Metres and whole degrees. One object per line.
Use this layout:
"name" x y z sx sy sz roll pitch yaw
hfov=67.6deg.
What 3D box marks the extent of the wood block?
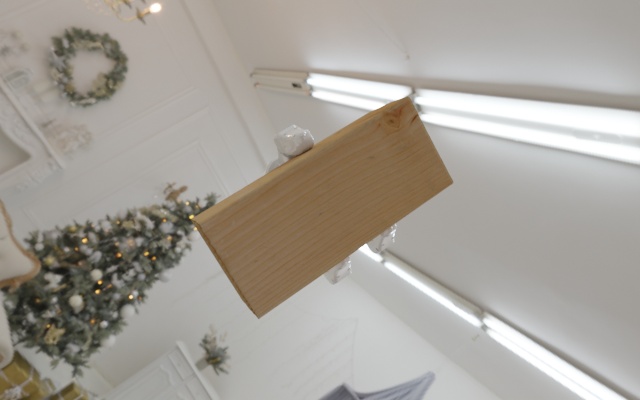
"wood block" 0.000 0.001 0.429 0.206 0.091 0.090 -33 10 -16
